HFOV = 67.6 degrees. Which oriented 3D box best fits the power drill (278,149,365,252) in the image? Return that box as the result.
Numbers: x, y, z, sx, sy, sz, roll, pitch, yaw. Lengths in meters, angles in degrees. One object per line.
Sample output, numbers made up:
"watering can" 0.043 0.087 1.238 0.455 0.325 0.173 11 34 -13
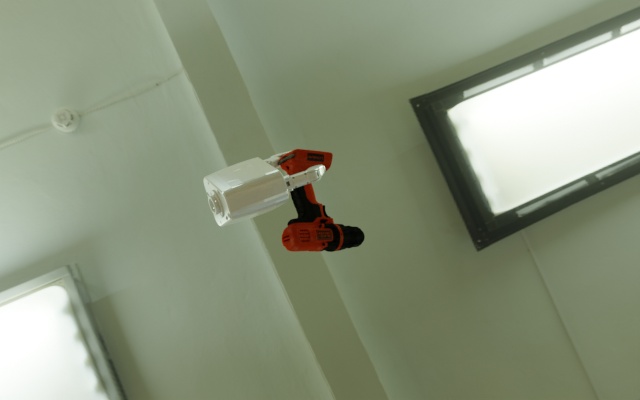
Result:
"power drill" 0.000 0.002 0.884 0.184 0.187 0.057 3 -19 -43
